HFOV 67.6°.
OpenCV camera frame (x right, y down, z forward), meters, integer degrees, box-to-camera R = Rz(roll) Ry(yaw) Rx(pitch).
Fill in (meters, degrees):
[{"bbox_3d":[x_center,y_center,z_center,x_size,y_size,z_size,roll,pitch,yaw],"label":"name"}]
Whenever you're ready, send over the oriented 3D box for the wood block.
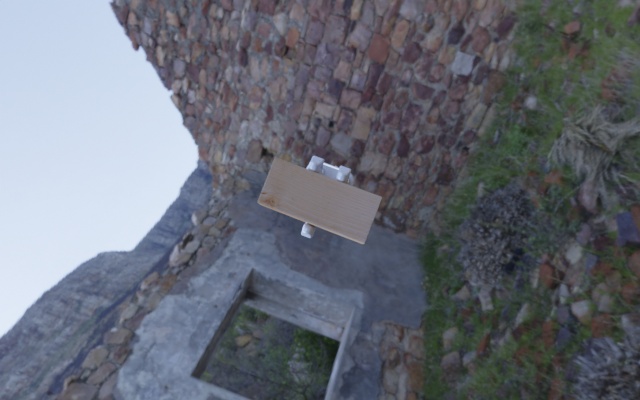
[{"bbox_3d":[0.000,0.003,0.891,0.206,0.091,0.090,20,-5,4],"label":"wood block"}]
